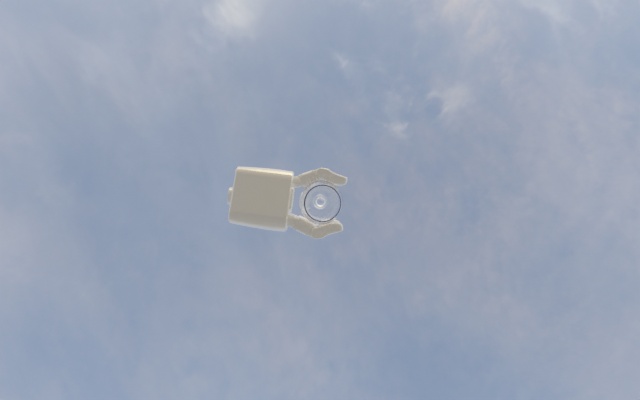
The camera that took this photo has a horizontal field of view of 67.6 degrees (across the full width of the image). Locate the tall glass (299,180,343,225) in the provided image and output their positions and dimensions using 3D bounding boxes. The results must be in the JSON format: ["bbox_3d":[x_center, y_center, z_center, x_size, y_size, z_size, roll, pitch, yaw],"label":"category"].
[{"bbox_3d":[0.000,0.003,0.882,0.079,0.079,0.201,0,1,-2],"label":"tall glass"}]
